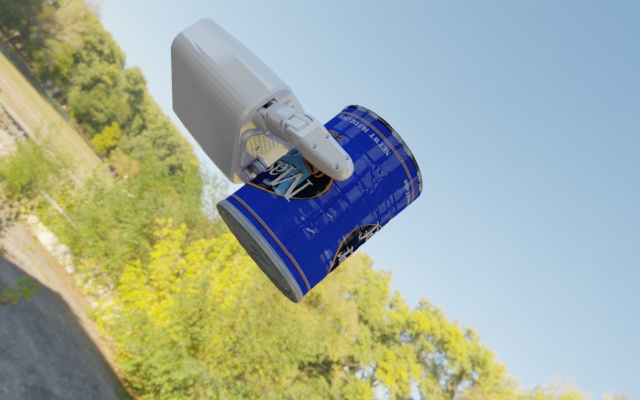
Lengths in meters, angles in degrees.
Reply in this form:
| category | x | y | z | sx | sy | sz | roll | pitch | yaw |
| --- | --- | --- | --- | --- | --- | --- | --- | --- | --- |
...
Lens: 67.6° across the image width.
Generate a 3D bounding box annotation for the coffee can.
| category | x | y | z | sx | sy | sz | roll | pitch | yaw |
| --- | --- | --- | --- | --- | --- | --- | --- | --- | --- |
| coffee can | 0.000 | 0.002 | 0.402 | 0.140 | 0.103 | 0.103 | -39 | 12 | -16 |
